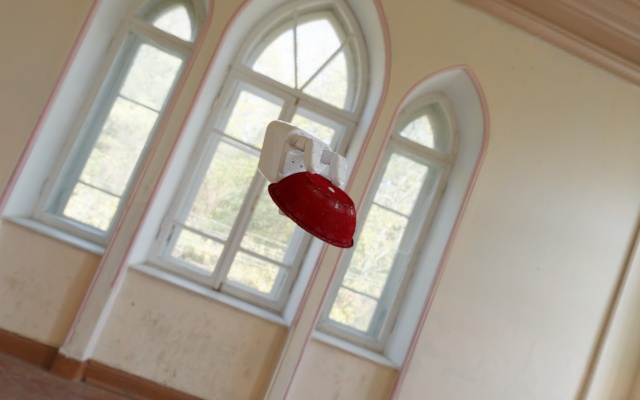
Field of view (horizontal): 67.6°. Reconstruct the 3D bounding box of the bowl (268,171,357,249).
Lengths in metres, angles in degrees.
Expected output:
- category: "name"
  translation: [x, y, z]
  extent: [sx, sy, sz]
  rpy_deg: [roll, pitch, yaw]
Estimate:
- category: "bowl"
  translation: [0.001, 0.003, 0.737]
  extent: [0.162, 0.055, 0.162]
  rpy_deg: [34, 15, -10]
